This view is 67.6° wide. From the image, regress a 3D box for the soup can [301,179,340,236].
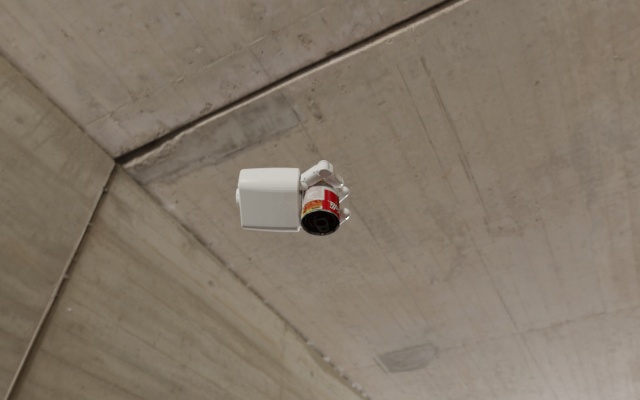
[{"bbox_3d":[0.001,0.002,0.850,0.068,0.102,0.069,0,-43,0],"label":"soup can"}]
